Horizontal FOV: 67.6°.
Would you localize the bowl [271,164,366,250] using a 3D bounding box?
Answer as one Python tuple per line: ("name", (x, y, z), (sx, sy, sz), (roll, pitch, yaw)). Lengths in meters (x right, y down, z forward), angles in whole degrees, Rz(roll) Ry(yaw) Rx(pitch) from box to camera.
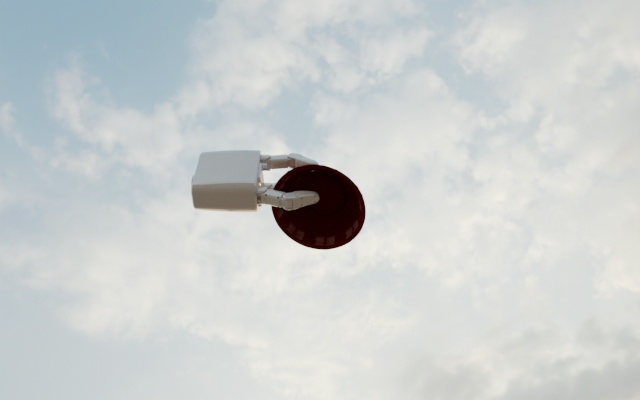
("bowl", (0.001, 0.003, 0.814), (0.162, 0.162, 0.055), (0, 28, 13))
